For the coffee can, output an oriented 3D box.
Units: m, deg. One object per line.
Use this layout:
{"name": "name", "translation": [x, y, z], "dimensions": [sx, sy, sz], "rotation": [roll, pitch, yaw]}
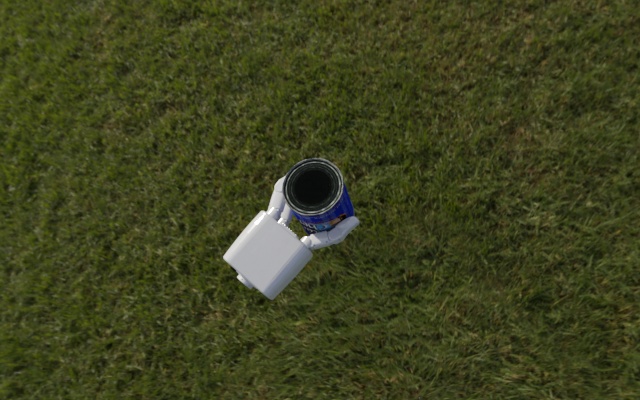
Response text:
{"name": "coffee can", "translation": [0.000, 0.003, 0.834], "dimensions": [0.103, 0.102, 0.140], "rotation": [0, -22, 12]}
